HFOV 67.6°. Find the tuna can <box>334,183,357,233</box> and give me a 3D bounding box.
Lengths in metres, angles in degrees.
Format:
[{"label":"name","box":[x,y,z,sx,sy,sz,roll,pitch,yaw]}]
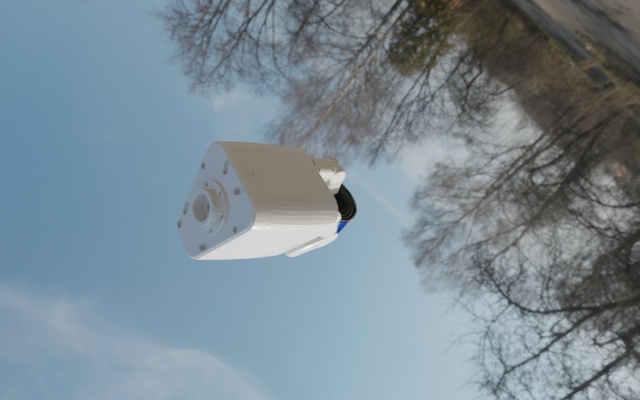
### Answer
[{"label":"tuna can","box":[0.000,0.002,0.582,0.086,0.086,0.034,0,-42,-46]}]
